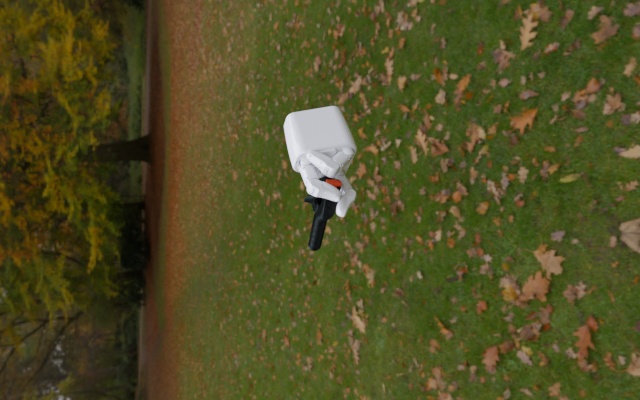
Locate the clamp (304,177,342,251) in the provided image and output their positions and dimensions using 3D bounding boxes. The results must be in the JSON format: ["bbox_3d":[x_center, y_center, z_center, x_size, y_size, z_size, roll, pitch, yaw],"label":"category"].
[{"bbox_3d":[0.000,0.003,0.898,0.039,0.120,0.172,-1,-38,-22],"label":"clamp"}]
